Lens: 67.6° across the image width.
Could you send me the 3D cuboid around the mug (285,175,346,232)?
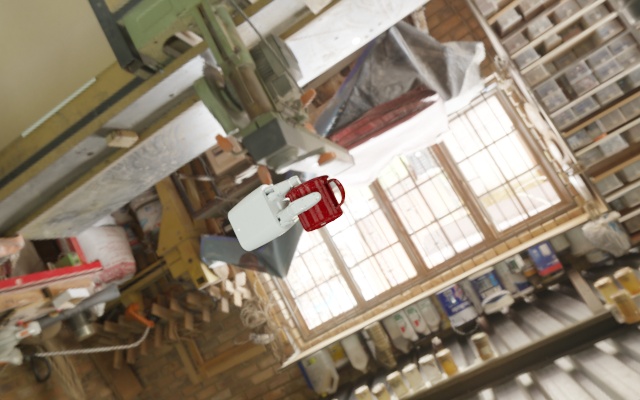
[{"bbox_3d":[0.001,0.002,0.895,0.117,0.081,0.093,-31,-10,31],"label":"mug"}]
